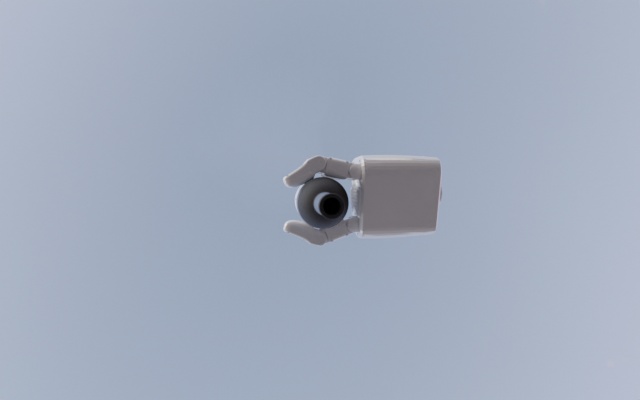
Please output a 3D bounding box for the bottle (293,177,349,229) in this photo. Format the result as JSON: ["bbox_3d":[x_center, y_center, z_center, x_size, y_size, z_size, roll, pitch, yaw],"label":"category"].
[{"bbox_3d":[0.000,0.002,0.646,0.069,0.069,0.295,0,2,-5],"label":"bottle"}]
